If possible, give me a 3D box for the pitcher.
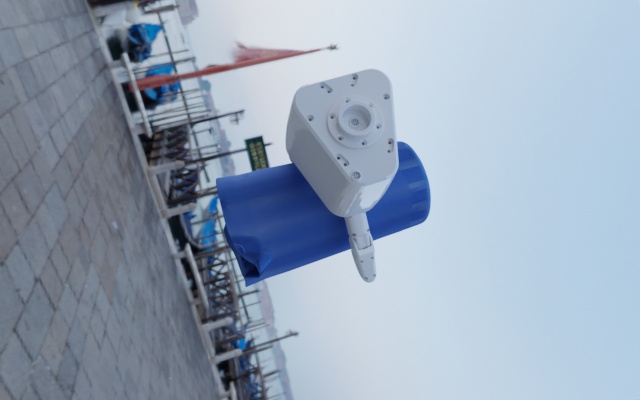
[{"bbox_3d":[0.000,0.002,0.589,0.243,0.149,0.145,-16,-13,-9],"label":"pitcher"}]
